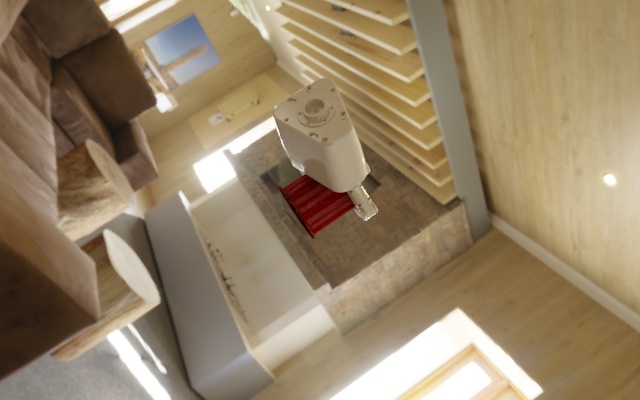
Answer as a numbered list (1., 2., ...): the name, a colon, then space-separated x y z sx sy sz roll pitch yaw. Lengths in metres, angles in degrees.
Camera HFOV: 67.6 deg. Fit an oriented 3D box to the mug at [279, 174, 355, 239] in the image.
1. mug: 0.001 0.003 0.716 0.081 0.093 0.117 -34 -30 -6
